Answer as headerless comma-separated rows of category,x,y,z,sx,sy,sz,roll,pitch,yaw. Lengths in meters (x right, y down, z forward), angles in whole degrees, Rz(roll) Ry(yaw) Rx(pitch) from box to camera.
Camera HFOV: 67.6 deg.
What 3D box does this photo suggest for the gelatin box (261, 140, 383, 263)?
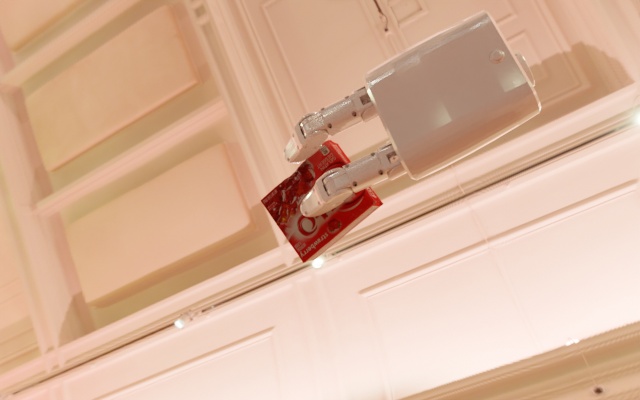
gelatin box,0.000,0.002,0.437,0.089,0.073,0.030,-41,-15,16
